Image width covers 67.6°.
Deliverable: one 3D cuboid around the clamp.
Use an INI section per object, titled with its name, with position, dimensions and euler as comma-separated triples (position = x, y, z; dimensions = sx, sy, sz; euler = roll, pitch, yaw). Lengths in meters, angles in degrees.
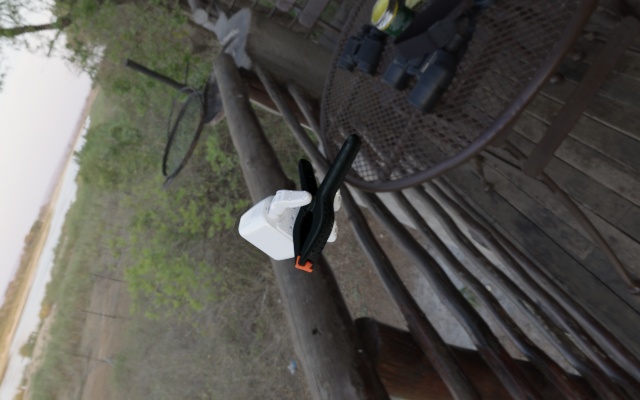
[clamp]
position = -0.001, 0.003, 0.734
dimensions = 0.036, 0.210, 0.164
euler = 21, -27, -26
